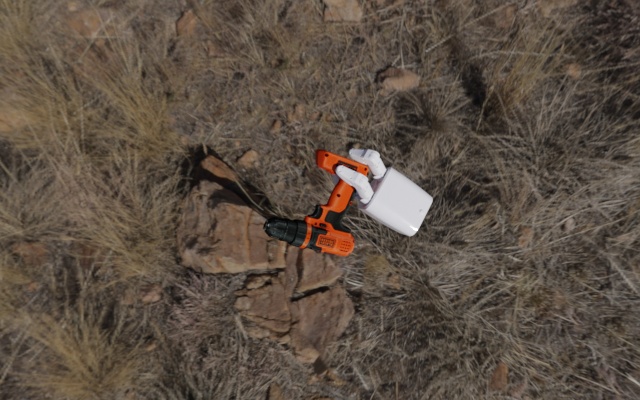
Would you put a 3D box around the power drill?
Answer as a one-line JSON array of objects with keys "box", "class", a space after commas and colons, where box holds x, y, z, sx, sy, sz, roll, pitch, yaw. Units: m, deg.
[{"box": [0.001, 0.003, 0.895, 0.184, 0.187, 0.057, 16, 7, -27], "class": "power drill"}]
